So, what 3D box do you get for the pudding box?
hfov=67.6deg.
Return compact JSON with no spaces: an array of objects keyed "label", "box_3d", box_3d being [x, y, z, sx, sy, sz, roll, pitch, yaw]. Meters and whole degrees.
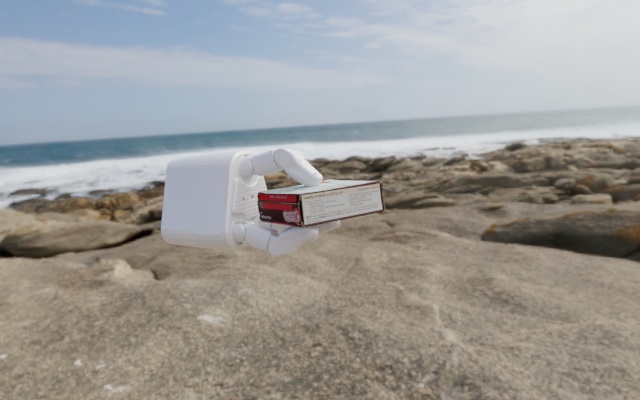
[{"label":"pudding box","box_3d":[0.000,0.002,0.528,0.113,0.039,0.090,-12,10,-34]}]
